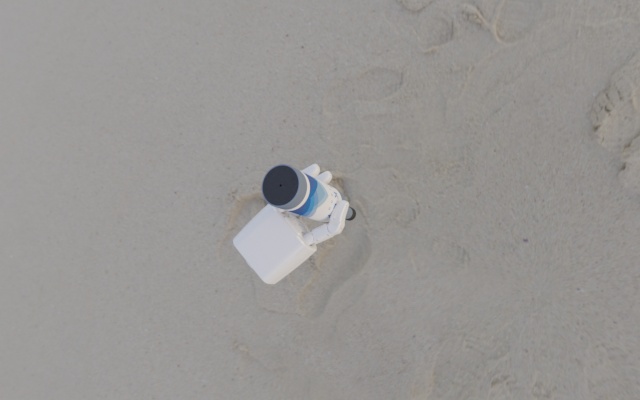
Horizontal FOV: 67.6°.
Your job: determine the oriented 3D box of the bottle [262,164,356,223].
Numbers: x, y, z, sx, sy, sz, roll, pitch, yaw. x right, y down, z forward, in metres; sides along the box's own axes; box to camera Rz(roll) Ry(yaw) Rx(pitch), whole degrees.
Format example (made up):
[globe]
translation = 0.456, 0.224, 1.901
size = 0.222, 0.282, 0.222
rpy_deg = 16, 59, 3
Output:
[bottle]
translation = 0.000, 0.003, 0.846
size = 0.069, 0.069, 0.296
rpy_deg = 0, -10, 25
